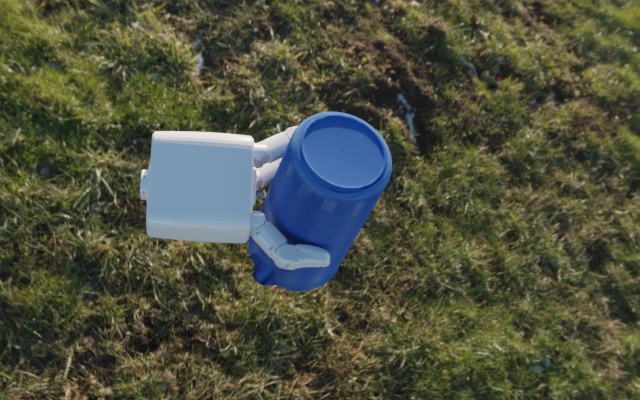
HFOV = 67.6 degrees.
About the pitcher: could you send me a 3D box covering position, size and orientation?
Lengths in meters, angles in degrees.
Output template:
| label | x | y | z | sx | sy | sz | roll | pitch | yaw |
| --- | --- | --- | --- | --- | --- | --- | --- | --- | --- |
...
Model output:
| label | x | y | z | sx | sy | sz | roll | pitch | yaw |
| --- | --- | --- | --- | --- | --- | --- | --- | --- | --- |
| pitcher | 0.000 | 0.002 | 0.576 | 0.145 | 0.149 | 0.243 | 4 | -30 | -14 |
